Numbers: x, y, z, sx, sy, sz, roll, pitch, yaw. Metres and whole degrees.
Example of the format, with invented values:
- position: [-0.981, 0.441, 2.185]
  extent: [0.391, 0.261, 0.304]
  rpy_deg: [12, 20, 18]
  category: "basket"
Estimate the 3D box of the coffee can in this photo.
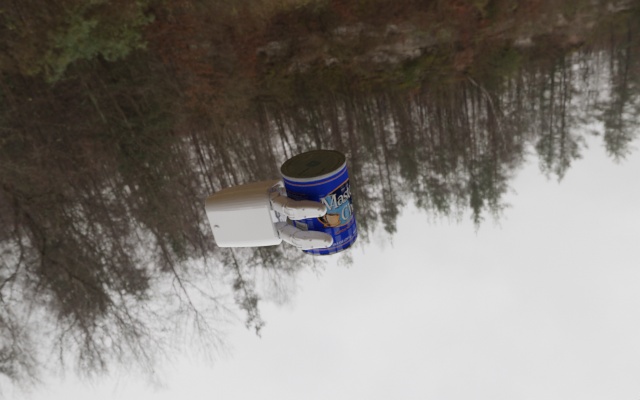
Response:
- position: [0.000, 0.002, 0.766]
  extent: [0.103, 0.140, 0.102]
  rpy_deg: [-9, 28, 5]
  category: "coffee can"
